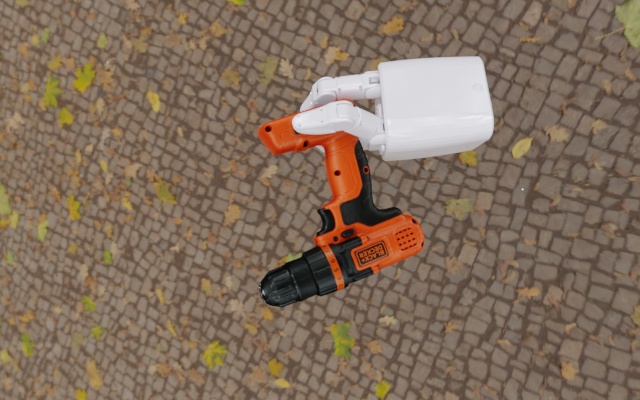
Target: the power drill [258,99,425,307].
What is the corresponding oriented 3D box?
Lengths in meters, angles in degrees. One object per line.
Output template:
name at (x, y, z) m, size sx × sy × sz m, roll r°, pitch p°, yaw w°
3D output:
power drill at (0.000, 0.001, 0.502) m, size 0.184 × 0.187 × 0.057 m, roll -21°, pitch 3°, yaw -13°
